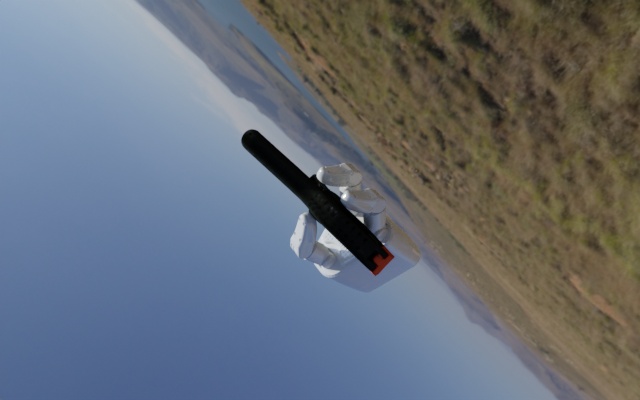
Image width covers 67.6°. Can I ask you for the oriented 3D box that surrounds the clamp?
[{"bbox_3d":[0.000,0.003,0.545,0.165,0.036,0.210,34,10,-50],"label":"clamp"}]
